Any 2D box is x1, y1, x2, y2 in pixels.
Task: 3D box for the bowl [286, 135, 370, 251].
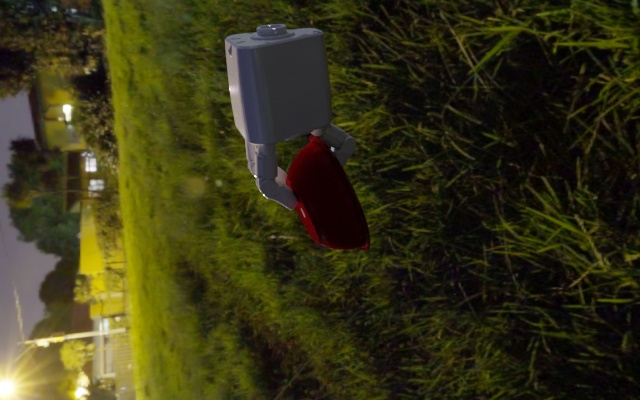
[{"bbox_3d":[0.000,0.003,0.603,0.055,0.162,0.162,-26,5,-10],"label":"bowl"}]
